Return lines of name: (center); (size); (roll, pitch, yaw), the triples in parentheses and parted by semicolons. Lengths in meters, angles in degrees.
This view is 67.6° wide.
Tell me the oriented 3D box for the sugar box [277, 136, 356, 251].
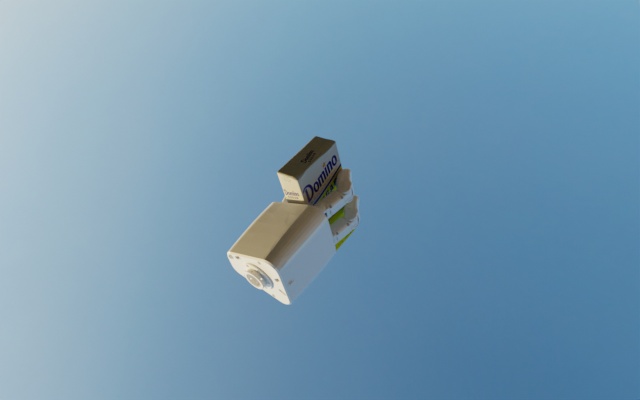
sugar box: (0.000, 0.003, 0.719); (0.048, 0.176, 0.093); (21, 53, 33)
